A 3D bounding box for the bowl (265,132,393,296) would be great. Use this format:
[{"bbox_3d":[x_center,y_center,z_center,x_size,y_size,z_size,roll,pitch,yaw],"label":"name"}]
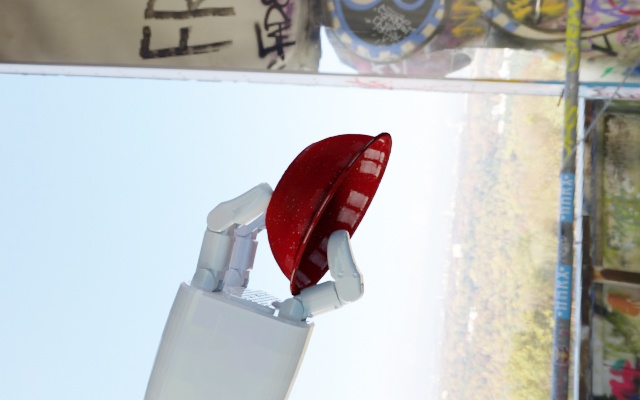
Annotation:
[{"bbox_3d":[0.000,0.000,0.420,0.055,0.162,0.162,31,9,15],"label":"bowl"}]
